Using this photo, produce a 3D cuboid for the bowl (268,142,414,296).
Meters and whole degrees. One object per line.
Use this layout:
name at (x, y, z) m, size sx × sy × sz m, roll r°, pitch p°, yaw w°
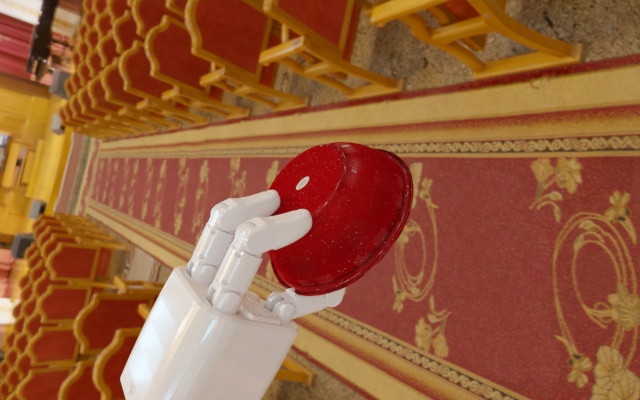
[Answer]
bowl at (0.000, 0.000, 0.431) m, size 0.162 × 0.162 × 0.055 m, roll 0°, pitch -35°, yaw 46°
